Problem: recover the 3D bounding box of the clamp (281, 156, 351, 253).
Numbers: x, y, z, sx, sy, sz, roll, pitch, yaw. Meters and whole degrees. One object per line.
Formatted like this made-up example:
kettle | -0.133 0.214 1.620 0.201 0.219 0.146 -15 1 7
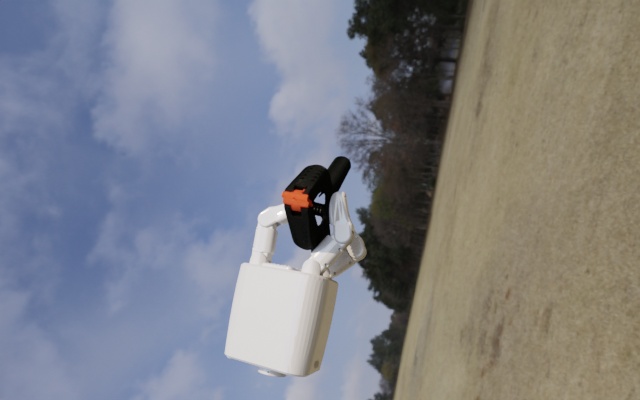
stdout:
clamp | -0.001 0.002 0.563 0.036 0.164 0.210 7 -12 14
